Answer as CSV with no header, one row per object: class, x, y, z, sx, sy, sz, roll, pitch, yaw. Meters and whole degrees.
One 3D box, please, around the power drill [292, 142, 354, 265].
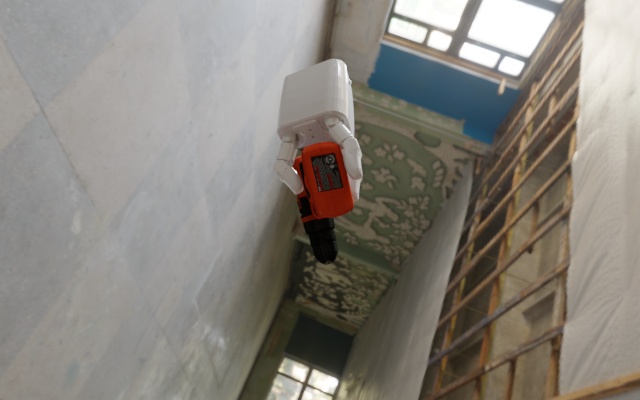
power drill,0.000,0.002,0.722,0.057,0.184,0.188,-14,-8,-12
